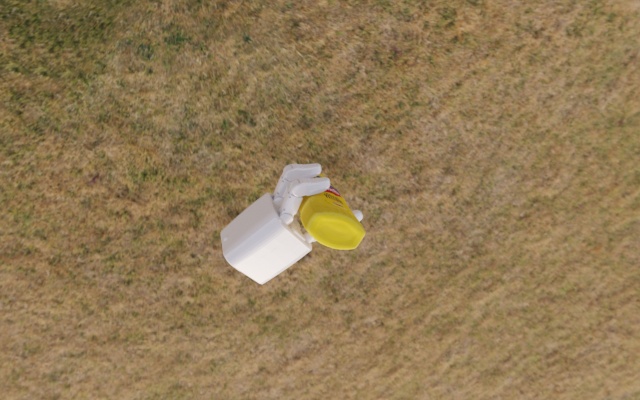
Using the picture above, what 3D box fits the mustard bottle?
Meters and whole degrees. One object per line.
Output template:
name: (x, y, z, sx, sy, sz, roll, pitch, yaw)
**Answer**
mustard bottle: (0.000, 0.002, 0.773, 0.096, 0.058, 0.191, 21, 20, -25)
